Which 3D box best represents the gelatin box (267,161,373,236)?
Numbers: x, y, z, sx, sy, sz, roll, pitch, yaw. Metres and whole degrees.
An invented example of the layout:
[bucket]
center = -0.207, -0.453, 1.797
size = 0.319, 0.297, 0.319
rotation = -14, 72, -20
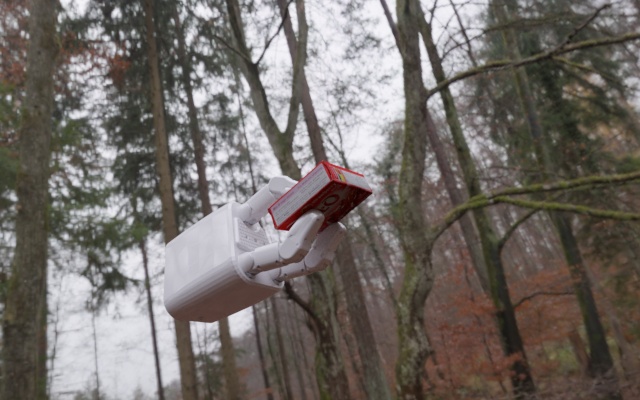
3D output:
[gelatin box]
center = 0.000, 0.001, 0.510
size = 0.089, 0.030, 0.073
rotation = -41, -32, 26
